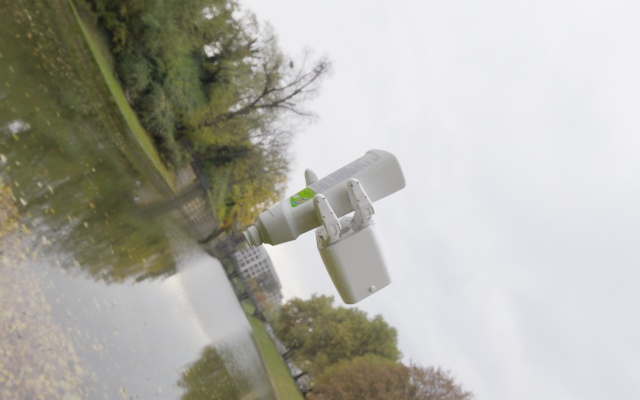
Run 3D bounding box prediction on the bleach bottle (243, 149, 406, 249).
[{"bbox_3d":[0.000,0.002,0.726,0.251,0.068,0.102,-26,16,-13],"label":"bleach bottle"}]
